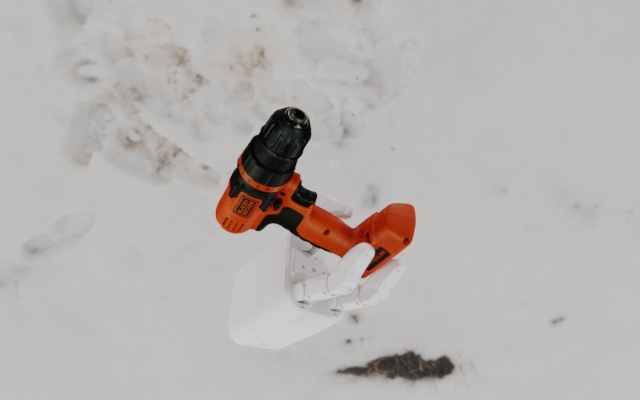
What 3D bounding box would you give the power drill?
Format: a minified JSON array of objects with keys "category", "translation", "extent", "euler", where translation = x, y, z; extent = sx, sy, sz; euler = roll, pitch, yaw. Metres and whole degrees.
[{"category":"power drill","translation":[0.000,0.002,0.487],"extent":[0.188,0.057,0.184],"euler":[26,-39,-14]}]
